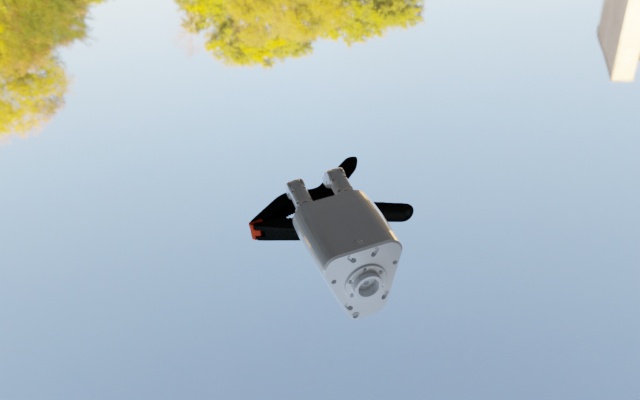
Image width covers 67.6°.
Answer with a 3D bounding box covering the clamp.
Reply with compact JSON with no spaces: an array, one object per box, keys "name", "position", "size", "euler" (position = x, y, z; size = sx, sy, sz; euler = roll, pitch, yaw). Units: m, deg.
[{"name":"clamp","position":[0.000,0.003,0.666],"size":[0.210,0.036,0.164],"euler":[-16,36,-12]}]
